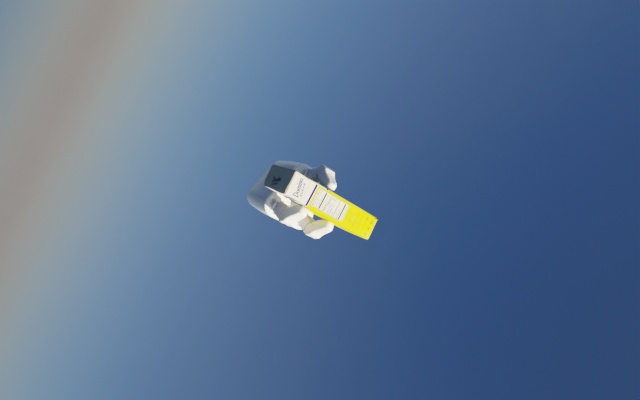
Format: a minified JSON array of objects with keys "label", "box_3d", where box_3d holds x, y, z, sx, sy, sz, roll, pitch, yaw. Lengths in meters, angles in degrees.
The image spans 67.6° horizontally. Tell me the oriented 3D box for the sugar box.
[{"label":"sugar box","box_3d":[0.000,0.003,0.781,0.176,0.048,0.093,27,-3,-30]}]
